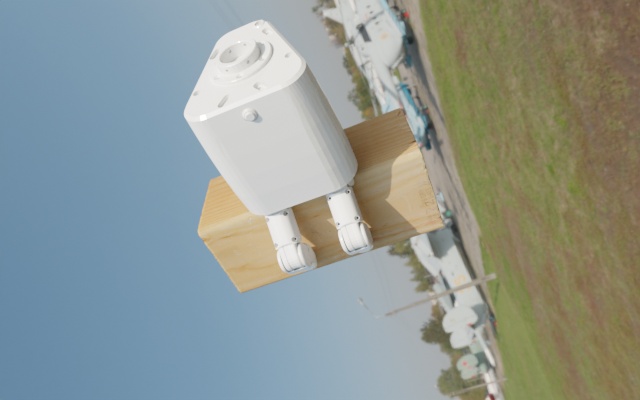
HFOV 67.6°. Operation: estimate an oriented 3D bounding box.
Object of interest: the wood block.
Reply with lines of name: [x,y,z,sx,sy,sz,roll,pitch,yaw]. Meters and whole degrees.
wood block: [0.000,0.001,0.463,0.206,0.090,0.090,-19,35,10]
